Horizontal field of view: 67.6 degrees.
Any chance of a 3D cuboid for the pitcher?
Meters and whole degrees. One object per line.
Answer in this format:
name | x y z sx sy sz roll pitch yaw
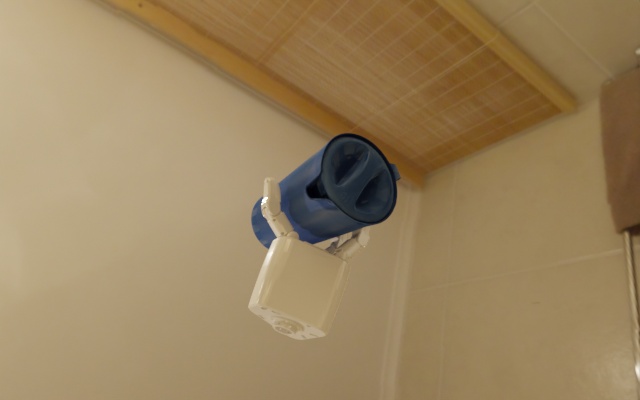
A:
pitcher | 0.000 0.003 0.744 0.149 0.145 0.243 33 -34 -22
